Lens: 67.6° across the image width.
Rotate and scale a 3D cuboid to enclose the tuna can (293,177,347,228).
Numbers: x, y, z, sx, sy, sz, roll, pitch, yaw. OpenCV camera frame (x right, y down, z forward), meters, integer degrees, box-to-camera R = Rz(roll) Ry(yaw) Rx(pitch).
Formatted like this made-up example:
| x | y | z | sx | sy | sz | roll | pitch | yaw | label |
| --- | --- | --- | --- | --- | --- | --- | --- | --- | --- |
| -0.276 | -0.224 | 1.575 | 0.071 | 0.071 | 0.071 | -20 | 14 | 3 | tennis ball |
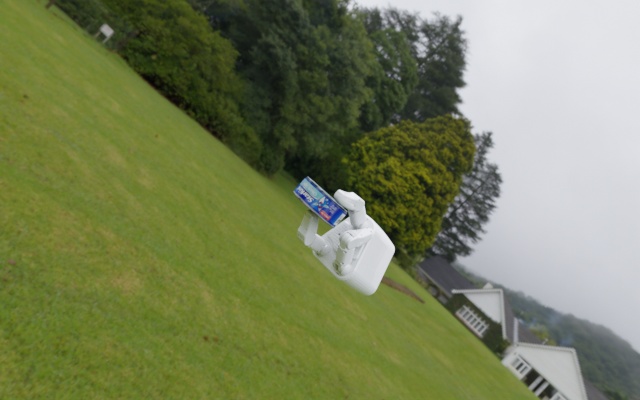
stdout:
| x | y | z | sx | sy | sz | roll | pitch | yaw | label |
| --- | --- | --- | --- | --- | --- | --- | --- | --- | --- |
| 0.000 | 0.002 | 0.733 | 0.086 | 0.034 | 0.086 | 42 | 2 | -2 | tuna can |
